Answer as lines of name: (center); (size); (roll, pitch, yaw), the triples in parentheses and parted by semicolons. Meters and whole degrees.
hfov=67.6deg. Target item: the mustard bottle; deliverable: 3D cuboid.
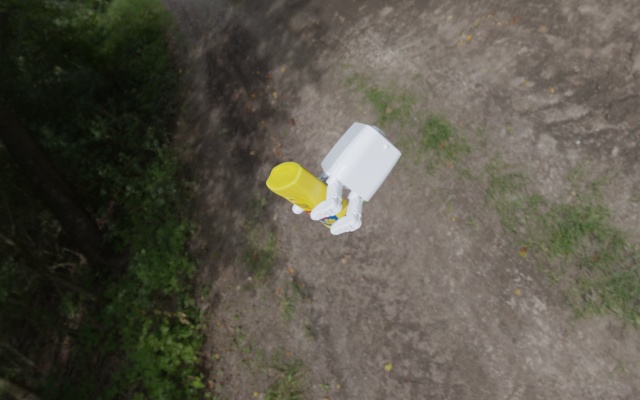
mustard bottle: (0.000, 0.003, 0.858); (0.192, 0.058, 0.096); (35, -20, -33)
